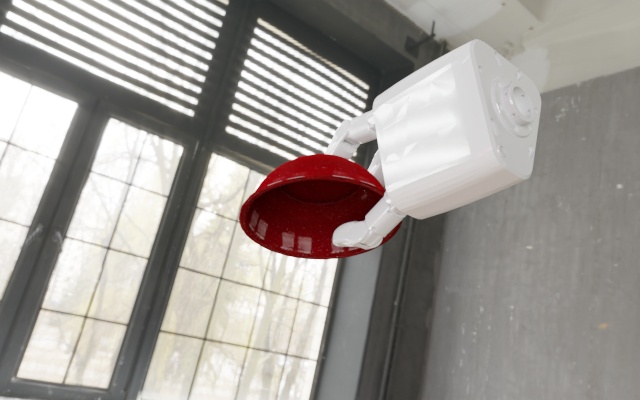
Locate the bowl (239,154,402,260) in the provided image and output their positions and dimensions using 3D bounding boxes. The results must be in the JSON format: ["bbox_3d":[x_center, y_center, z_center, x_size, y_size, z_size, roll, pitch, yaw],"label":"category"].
[{"bbox_3d":[-0.001,0.002,0.490,0.162,0.055,0.162,-1,-33,0],"label":"bowl"}]
